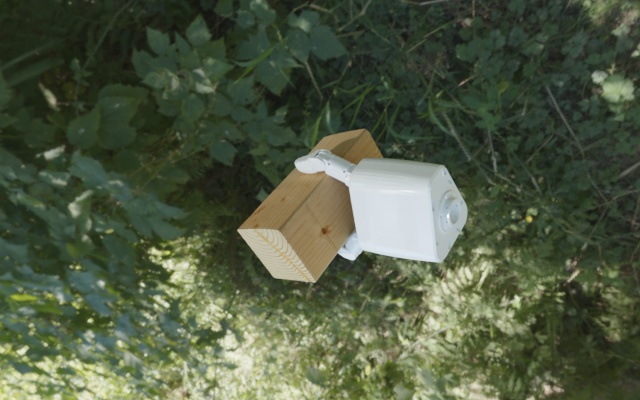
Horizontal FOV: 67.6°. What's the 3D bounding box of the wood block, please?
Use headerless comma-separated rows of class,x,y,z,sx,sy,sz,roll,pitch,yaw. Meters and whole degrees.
wood block,0.000,0.002,0.649,0.090,0.091,0.206,-3,38,47
